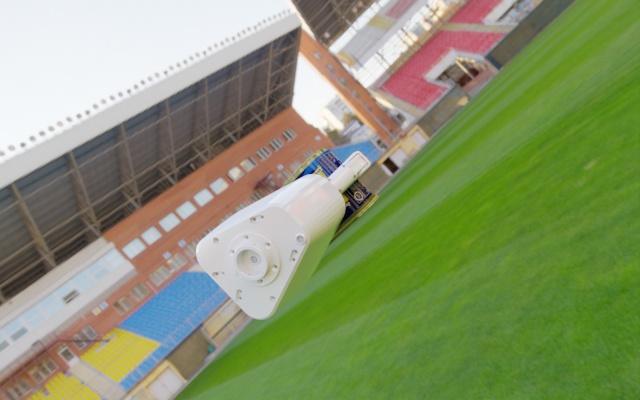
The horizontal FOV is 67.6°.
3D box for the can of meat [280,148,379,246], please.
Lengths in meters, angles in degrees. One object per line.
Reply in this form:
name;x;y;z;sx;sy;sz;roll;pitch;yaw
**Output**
can of meat;0.000;0.001;0.547;0.102;0.084;0.057;-45;-2;26
